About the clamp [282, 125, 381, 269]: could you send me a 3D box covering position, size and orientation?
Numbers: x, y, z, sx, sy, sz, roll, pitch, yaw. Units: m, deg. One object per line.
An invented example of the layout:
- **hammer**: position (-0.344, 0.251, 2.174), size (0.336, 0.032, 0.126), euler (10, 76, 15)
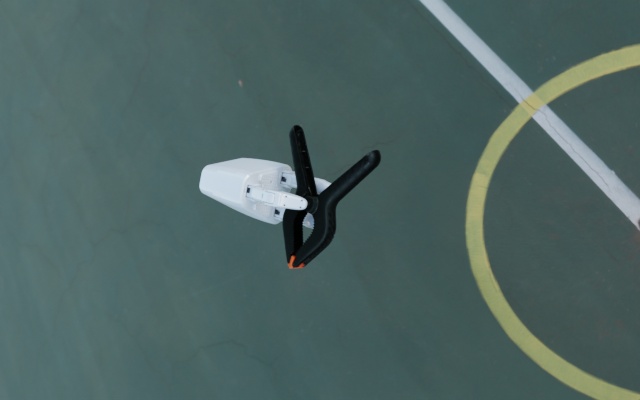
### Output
- **clamp**: position (-0.001, 0.003, 0.689), size (0.164, 0.210, 0.036), euler (15, 5, 39)
